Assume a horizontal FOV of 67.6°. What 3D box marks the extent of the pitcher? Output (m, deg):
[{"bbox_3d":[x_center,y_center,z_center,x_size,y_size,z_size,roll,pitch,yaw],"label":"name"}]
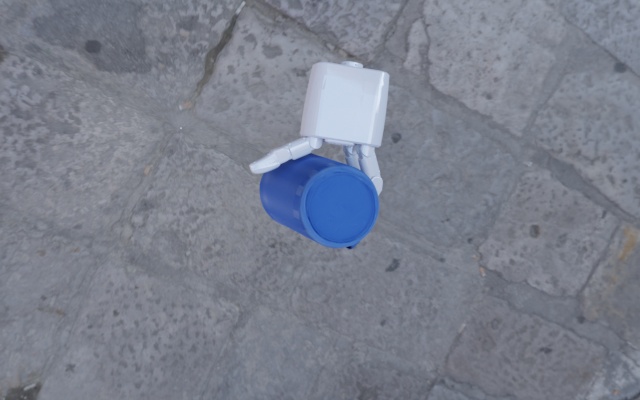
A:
[{"bbox_3d":[0.000,0.002,0.713,0.149,0.145,0.243,6,5,-17],"label":"pitcher"}]
